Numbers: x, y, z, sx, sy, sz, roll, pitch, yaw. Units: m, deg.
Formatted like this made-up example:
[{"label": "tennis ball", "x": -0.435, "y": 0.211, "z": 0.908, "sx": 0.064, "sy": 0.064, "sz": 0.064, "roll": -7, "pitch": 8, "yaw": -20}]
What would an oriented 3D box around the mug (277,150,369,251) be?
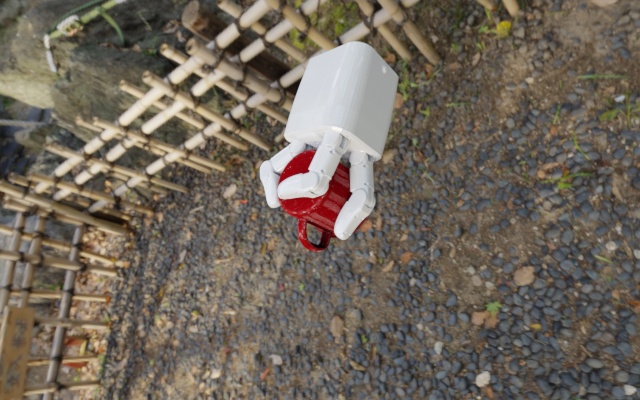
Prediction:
[{"label": "mug", "x": 0.000, "y": 0.003, "z": 0.567, "sx": 0.093, "sy": 0.117, "sz": 0.081, "roll": 6, "pitch": -14, "yaw": 39}]
